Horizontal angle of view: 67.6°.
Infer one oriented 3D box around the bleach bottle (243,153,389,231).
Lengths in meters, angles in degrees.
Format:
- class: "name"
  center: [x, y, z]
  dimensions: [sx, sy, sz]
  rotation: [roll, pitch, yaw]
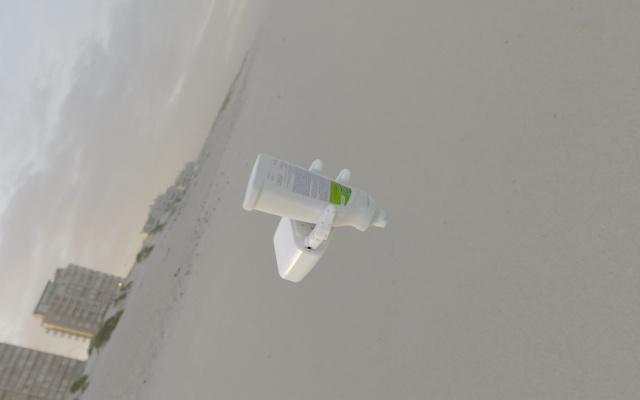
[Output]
- class: "bleach bottle"
  center: [0.000, 0.003, 0.826]
  dimensions: [0.251, 0.102, 0.068]
  rotation: [19, -43, -13]
